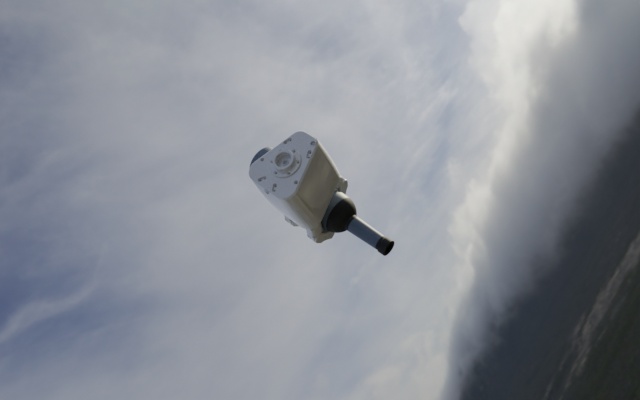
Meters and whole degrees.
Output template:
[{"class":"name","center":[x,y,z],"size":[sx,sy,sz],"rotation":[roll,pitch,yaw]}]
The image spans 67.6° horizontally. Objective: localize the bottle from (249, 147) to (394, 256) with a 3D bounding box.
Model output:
[{"class":"bottle","center":[0.000,0.003,0.809],"size":[0.295,0.069,0.069],"rotation":[34,18,29]}]
